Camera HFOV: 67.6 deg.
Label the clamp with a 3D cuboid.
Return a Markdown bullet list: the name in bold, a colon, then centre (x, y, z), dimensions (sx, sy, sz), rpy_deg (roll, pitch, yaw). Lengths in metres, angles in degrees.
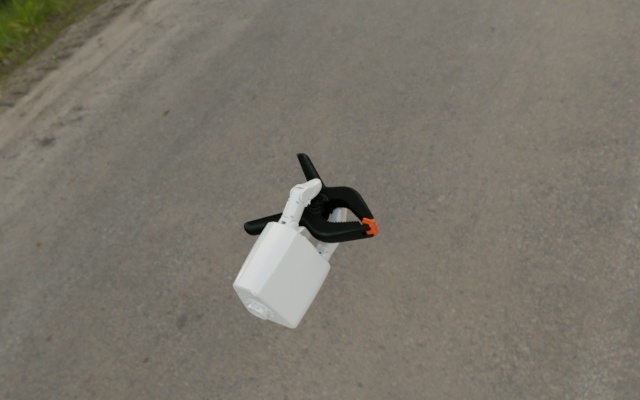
- **clamp**: centre (0.000, 0.002, 0.727), dimensions (0.210, 0.164, 0.036), rpy_deg (12, -29, 32)
